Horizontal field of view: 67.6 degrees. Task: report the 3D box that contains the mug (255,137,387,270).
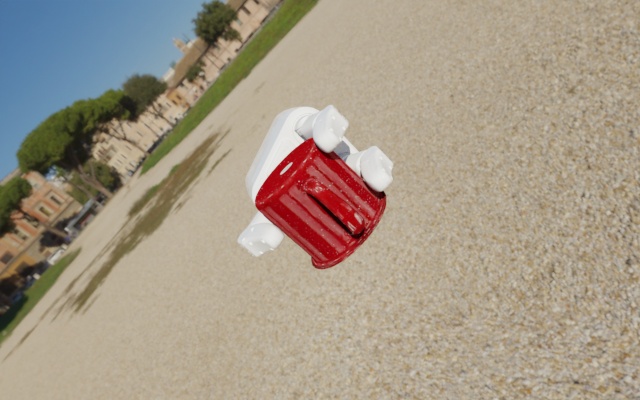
[{"bbox_3d":[0.000,0.001,0.408,0.081,0.093,0.117,43,-3,-17],"label":"mug"}]
